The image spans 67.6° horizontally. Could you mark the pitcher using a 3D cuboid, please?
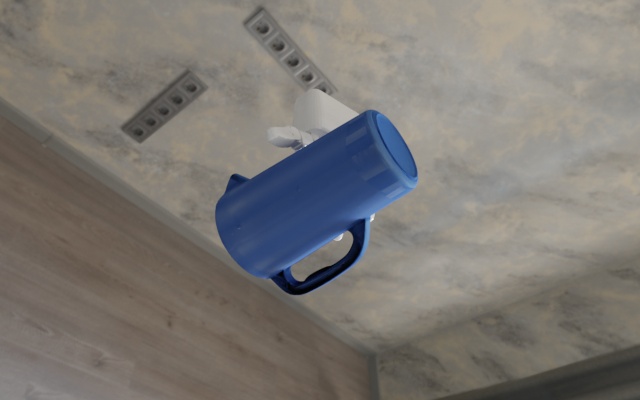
[{"bbox_3d":[0.000,0.002,0.603,0.243,0.145,0.149,-31,-54,25],"label":"pitcher"}]
